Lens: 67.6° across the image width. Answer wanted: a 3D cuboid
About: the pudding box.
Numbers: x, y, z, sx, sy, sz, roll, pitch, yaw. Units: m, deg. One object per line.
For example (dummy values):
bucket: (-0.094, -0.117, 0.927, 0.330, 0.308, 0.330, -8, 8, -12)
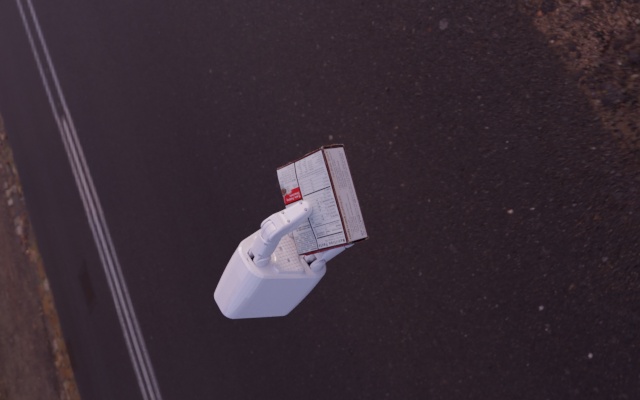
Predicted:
pudding box: (0.000, 0.002, 0.553, 0.039, 0.113, 0.090, -13, -4, -44)
